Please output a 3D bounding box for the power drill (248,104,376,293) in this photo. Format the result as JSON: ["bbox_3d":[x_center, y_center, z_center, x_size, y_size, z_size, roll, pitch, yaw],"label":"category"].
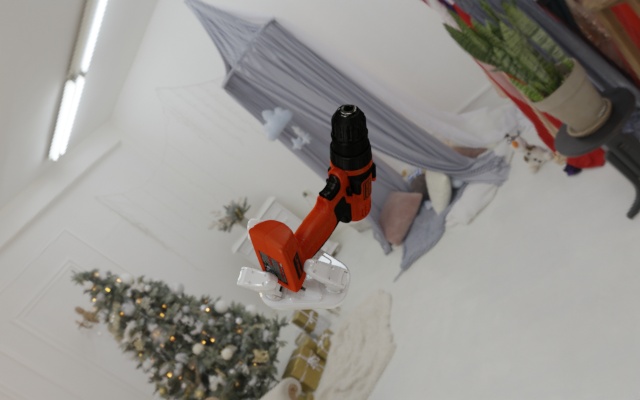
[{"bbox_3d":[0.000,0.002,0.563,0.057,0.185,0.187,27,58,29],"label":"power drill"}]
